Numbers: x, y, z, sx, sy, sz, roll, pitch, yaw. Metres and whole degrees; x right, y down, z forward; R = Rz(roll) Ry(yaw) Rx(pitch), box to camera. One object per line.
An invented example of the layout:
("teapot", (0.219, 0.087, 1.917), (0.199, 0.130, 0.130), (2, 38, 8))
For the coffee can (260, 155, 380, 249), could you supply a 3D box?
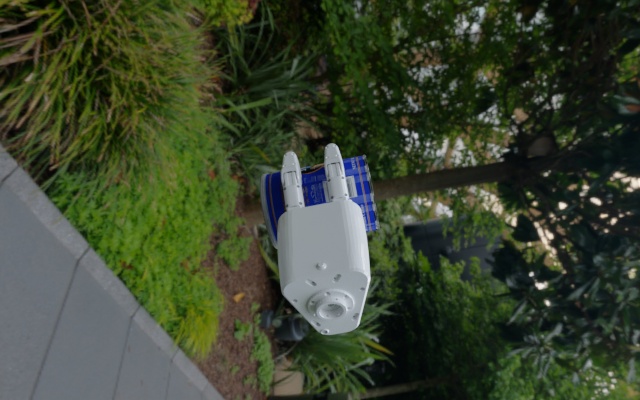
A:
("coffee can", (0.000, 0.002, 0.640), (0.140, 0.103, 0.103), (-11, -1, 4))
